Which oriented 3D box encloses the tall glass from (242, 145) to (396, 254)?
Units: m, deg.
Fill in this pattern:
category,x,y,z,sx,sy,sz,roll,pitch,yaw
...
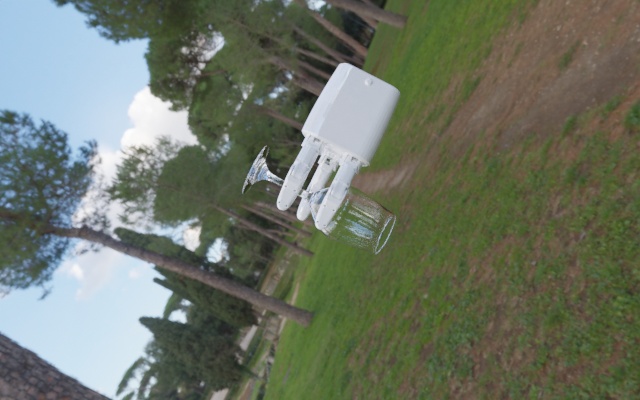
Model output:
category,x,y,z,sx,sy,sz,roll,pitch,yaw
tall glass,-0.001,0.002,0.652,0.201,0.079,0.079,27,-1,-1
